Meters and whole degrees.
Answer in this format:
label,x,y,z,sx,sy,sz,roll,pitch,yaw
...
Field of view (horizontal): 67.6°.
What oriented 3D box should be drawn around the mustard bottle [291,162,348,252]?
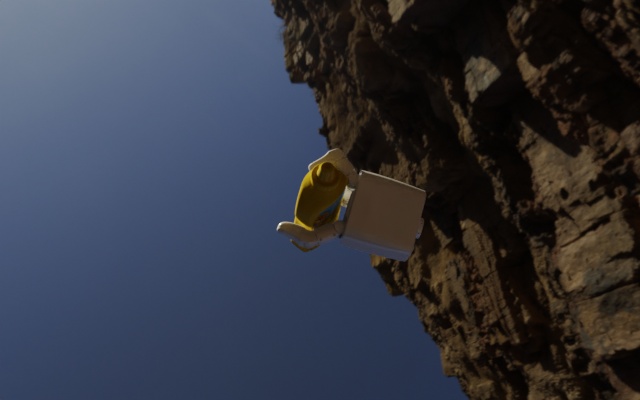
label,x,y,z,sx,sy,sz,roll,pitch,yaw
mustard bottle,0.000,0.002,0.722,0.058,0.096,0.192,38,-27,14
